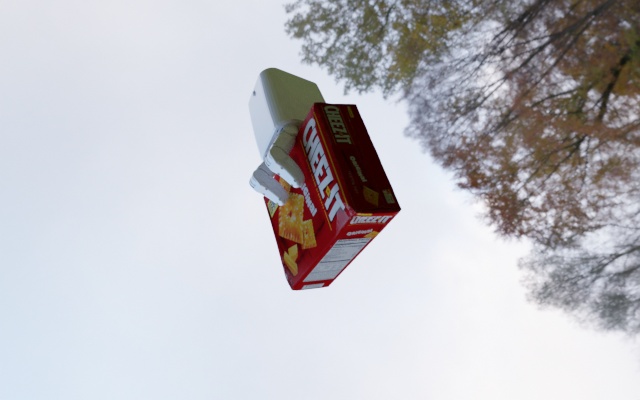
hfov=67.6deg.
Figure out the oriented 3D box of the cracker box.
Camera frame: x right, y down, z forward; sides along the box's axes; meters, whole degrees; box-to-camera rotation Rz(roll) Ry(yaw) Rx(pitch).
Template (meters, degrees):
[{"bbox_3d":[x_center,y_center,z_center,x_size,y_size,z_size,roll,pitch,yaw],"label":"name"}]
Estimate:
[{"bbox_3d":[0.000,0.002,0.637,0.072,0.164,0.214,-3,-32,-28],"label":"cracker box"}]
